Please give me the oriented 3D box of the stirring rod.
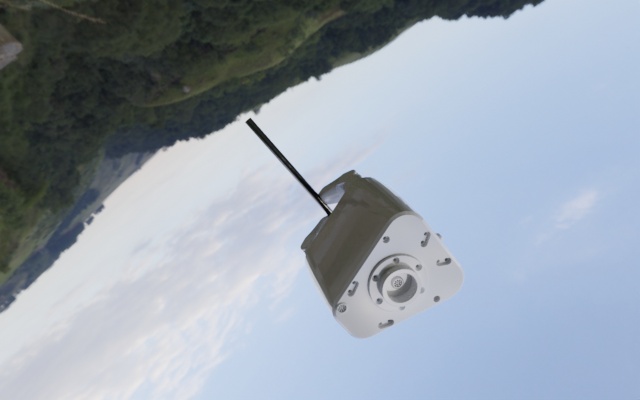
[{"bbox_3d":[0.000,0.002,0.533,0.011,0.239,0.011,-36,20,16],"label":"stirring rod"}]
